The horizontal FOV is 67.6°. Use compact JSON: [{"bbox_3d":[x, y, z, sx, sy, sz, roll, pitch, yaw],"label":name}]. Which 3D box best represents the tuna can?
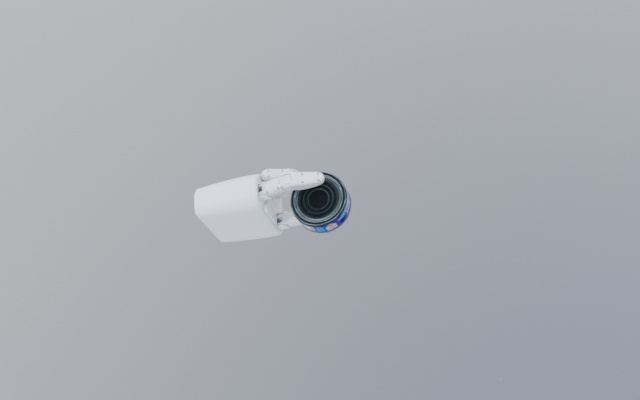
[{"bbox_3d":[0.000,0.002,0.697,0.086,0.086,0.034,0,-20,15],"label":"tuna can"}]
